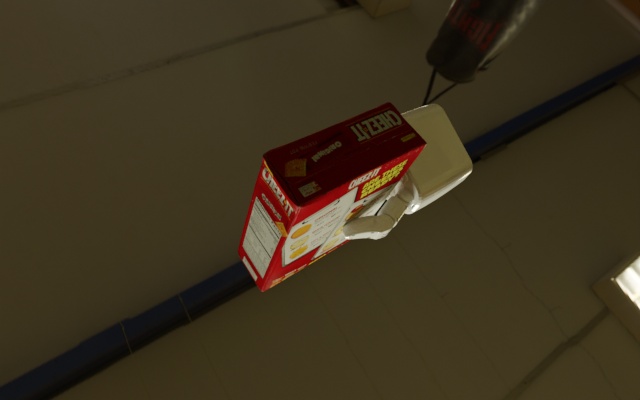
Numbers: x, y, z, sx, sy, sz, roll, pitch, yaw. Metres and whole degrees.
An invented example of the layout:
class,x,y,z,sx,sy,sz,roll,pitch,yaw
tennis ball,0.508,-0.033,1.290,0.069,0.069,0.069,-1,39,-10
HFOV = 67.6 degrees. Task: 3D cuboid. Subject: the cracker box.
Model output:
class,x,y,z,sx,sy,sz,roll,pitch,yaw
cracker box,0.000,0.002,0.539,0.164,0.072,0.214,-27,-19,-29
